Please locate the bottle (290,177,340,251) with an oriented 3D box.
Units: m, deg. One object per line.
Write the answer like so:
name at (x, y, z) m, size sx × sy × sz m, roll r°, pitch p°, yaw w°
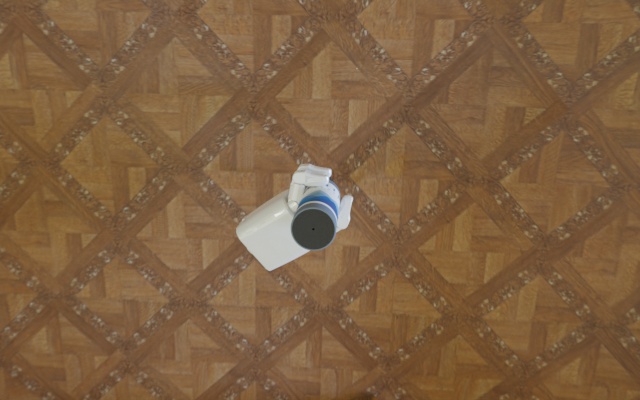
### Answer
bottle at (0.000, 0.003, 0.827) m, size 0.069 × 0.069 × 0.295 m, roll 0°, pitch 15°, yaw 4°
